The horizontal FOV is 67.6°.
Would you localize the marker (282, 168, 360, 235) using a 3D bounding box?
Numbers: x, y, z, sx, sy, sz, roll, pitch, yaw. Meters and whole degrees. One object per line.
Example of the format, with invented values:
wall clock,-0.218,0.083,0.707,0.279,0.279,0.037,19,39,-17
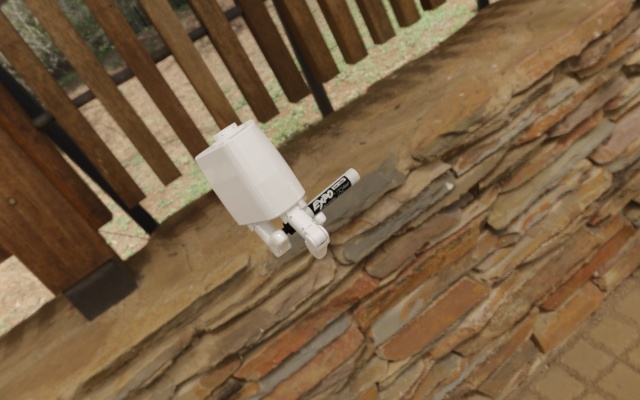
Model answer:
marker,0.000,0.002,0.597,0.121,0.020,0.020,-39,14,-18
